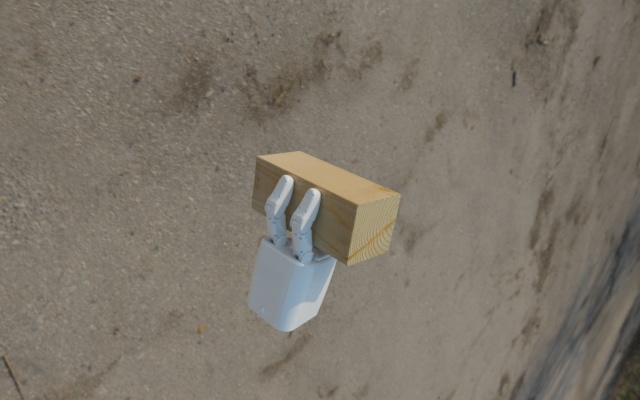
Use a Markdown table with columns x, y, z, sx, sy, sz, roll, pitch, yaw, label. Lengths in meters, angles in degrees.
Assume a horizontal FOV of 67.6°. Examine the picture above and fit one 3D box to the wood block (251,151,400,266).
| x | y | z | sx | sy | sz | roll | pitch | yaw | label |
| --- | --- | --- | --- | --- | --- | --- | --- | --- | --- |
| 0.000 | 0.003 | 0.691 | 0.091 | 0.090 | 0.206 | -12 | 29 | -43 | wood block |
